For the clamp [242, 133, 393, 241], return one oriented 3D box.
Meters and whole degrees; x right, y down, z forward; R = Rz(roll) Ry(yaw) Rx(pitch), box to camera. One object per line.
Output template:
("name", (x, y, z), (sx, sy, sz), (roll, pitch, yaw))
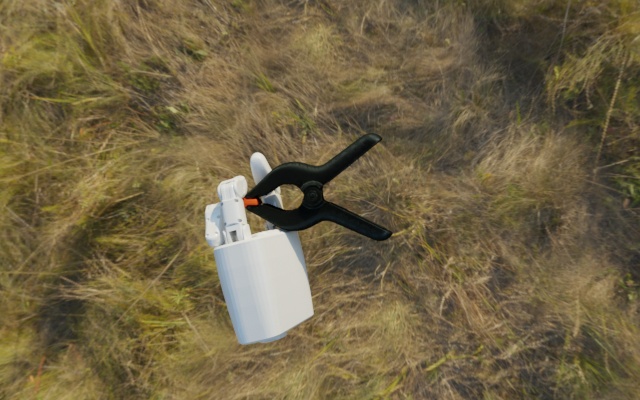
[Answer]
("clamp", (0.000, 0.002, 0.541), (0.171, 0.120, 0.039), (-15, -5, 8))
